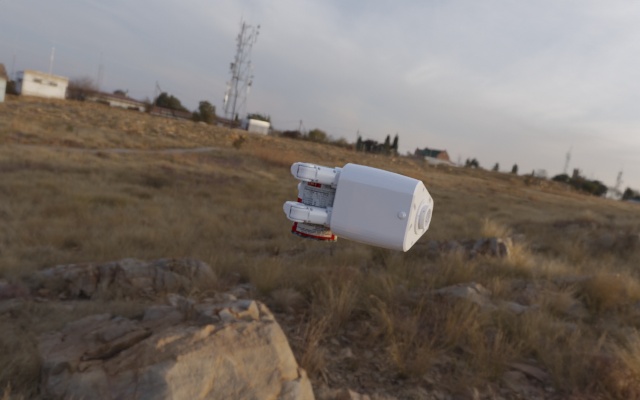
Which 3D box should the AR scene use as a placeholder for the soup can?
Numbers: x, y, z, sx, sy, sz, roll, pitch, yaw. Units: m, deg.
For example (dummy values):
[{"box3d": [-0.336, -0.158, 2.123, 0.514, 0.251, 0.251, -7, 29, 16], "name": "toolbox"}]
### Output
[{"box3d": [0.000, 0.002, 0.684, 0.068, 0.102, 0.068, 11, 6, -1], "name": "soup can"}]
